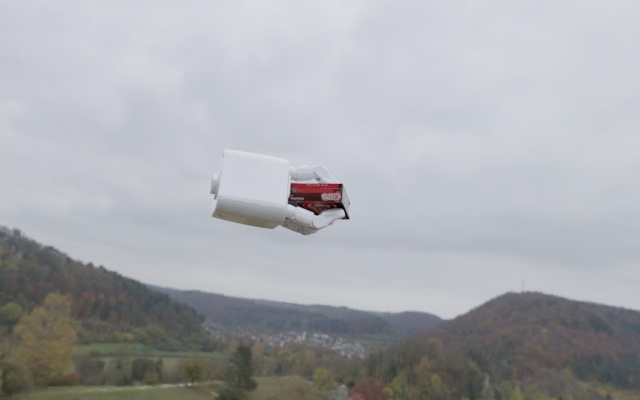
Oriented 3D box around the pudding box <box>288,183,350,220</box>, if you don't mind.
[{"bbox_3d":[0.000,0.002,0.801,0.090,0.039,0.113,2,-13,11],"label":"pudding box"}]
